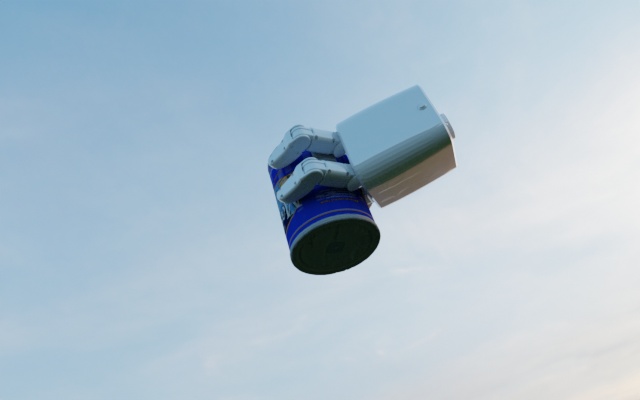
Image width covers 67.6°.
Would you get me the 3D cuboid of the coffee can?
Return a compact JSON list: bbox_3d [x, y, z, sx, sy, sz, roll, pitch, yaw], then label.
[{"bbox_3d":[0.000,0.002,0.565,0.103,0.140,0.103,-11,-40,-9],"label":"coffee can"}]
